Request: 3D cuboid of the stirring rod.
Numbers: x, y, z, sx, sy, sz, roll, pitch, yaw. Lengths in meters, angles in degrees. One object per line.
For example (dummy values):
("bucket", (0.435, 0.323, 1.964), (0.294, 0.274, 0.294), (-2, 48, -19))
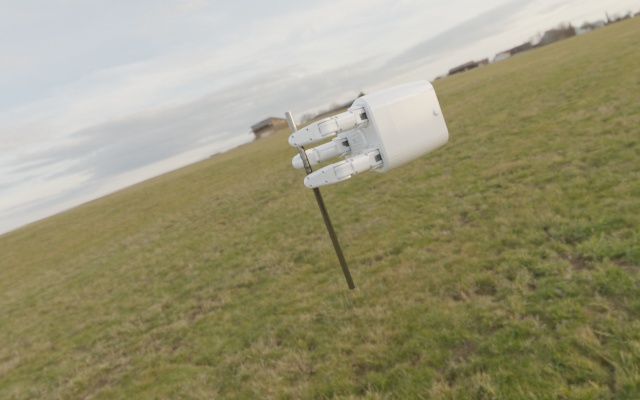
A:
("stirring rod", (0.000, 0.002, 0.608), (0.011, 0.239, 0.011), (-20, 6, 2))
